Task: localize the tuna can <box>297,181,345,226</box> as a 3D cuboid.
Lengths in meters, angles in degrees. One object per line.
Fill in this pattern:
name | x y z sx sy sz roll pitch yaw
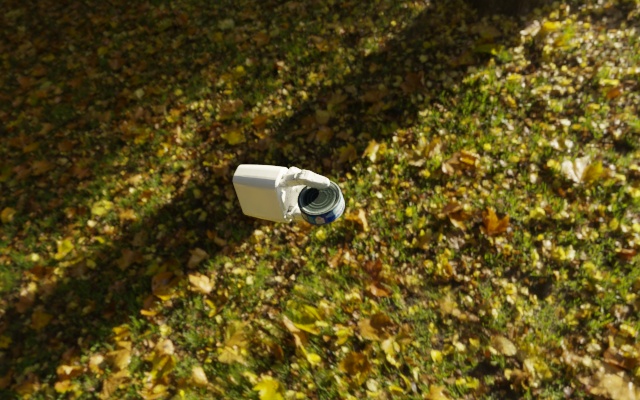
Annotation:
tuna can | 0.000 0.003 0.894 0.086 0.086 0.034 0 -37 16
